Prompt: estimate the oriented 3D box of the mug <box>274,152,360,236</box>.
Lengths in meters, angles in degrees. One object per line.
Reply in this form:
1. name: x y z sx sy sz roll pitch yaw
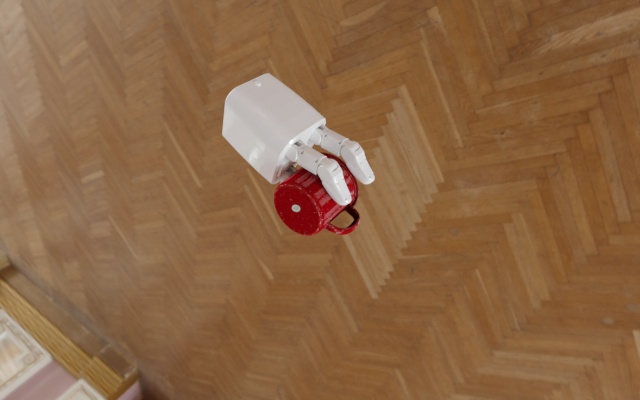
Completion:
1. mug: 0.001 0.003 0.640 0.081 0.117 0.093 -40 -11 -42
